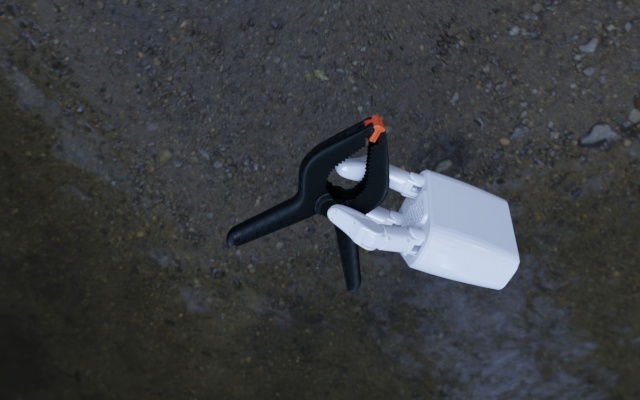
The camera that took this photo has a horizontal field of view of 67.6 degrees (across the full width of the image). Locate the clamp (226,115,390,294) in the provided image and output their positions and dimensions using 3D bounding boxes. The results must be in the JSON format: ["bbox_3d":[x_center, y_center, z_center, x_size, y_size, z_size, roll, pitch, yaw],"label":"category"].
[{"bbox_3d":[0.000,0.002,0.502,0.164,0.210,0.036,17,30,-11],"label":"clamp"}]
